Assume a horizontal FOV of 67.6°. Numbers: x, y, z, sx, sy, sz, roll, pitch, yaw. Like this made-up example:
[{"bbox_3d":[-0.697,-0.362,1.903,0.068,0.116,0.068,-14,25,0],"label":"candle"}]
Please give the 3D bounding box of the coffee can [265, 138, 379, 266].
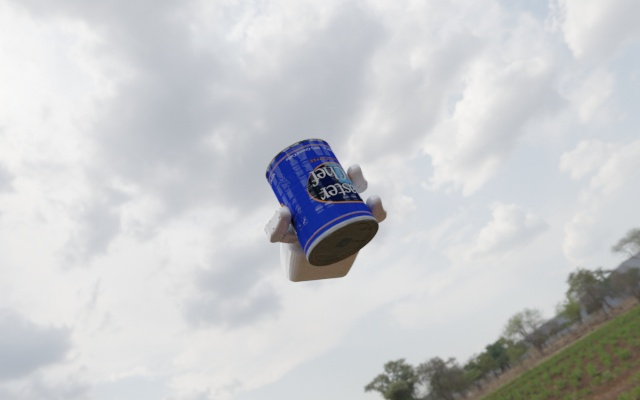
[{"bbox_3d":[0.000,0.002,0.642,0.103,0.140,0.103,-23,-28,-13],"label":"coffee can"}]
